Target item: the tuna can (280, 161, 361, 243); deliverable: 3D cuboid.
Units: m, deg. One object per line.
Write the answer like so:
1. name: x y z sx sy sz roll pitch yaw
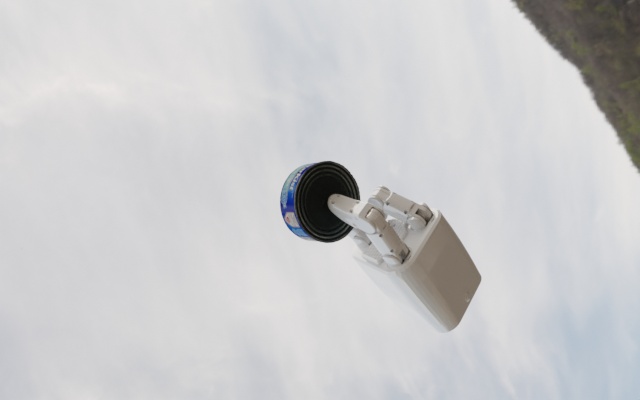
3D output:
1. tuna can: 0.000 0.002 0.510 0.086 0.086 0.034 0 -1 -36
